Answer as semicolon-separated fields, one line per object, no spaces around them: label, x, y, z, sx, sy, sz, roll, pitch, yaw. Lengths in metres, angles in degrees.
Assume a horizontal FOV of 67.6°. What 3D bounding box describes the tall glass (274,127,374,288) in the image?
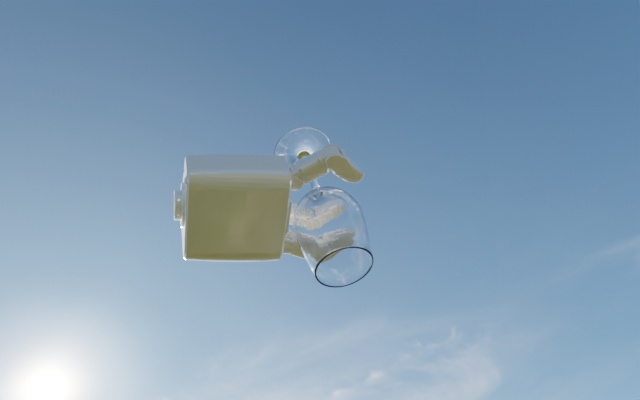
tall glass;0.000;0.001;0.546;0.079;0.079;0.201;0;41;-19
